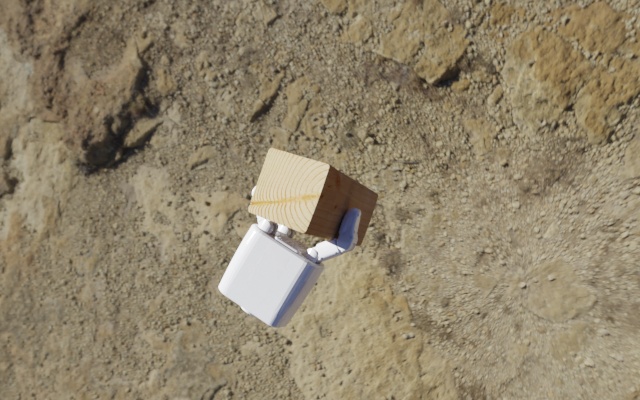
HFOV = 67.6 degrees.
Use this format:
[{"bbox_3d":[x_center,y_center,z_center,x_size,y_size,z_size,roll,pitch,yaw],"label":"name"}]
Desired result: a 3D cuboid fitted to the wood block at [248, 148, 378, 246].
[{"bbox_3d":[0.000,0.003,0.679,0.091,0.090,0.206,19,-1,25],"label":"wood block"}]
